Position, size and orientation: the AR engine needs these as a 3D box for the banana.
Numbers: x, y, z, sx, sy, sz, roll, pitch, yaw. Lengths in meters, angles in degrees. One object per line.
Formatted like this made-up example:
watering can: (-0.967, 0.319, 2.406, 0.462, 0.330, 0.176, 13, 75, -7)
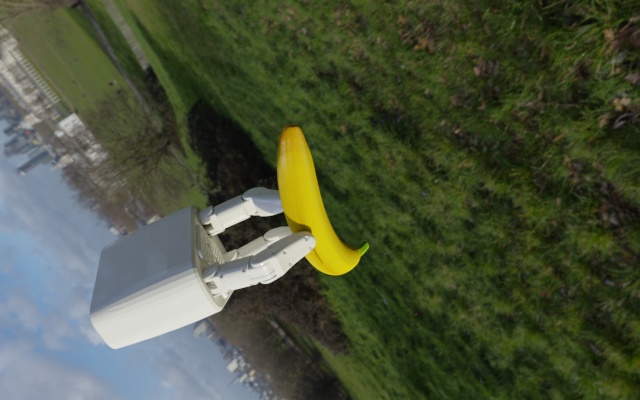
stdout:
banana: (-0.003, 0.018, 0.457, 0.037, 0.069, 0.198, -3, -39, 25)
